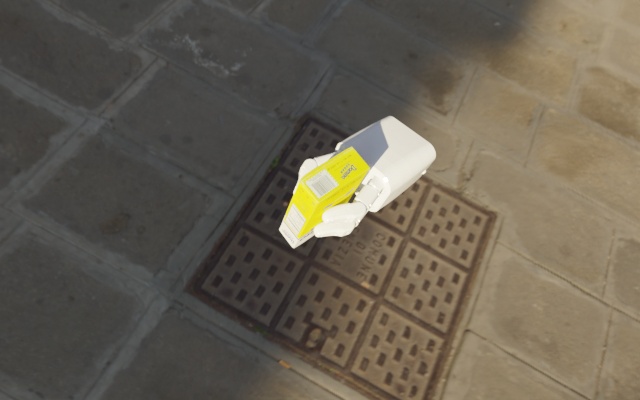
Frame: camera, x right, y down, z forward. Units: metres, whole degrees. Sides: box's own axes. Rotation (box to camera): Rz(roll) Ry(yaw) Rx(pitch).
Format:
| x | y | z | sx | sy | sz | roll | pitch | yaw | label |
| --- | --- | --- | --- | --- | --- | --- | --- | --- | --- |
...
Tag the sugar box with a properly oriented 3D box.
| x | y | z | sx | sy | sz | roll | pitch | yaw | label |
| --- | --- | --- | --- | --- | --- | --- | --- | --- | --- |
| 0.001 | 0.003 | 0.679 | 0.093 | 0.048 | 0.176 | -33 | -15 | -24 | sugar box |
